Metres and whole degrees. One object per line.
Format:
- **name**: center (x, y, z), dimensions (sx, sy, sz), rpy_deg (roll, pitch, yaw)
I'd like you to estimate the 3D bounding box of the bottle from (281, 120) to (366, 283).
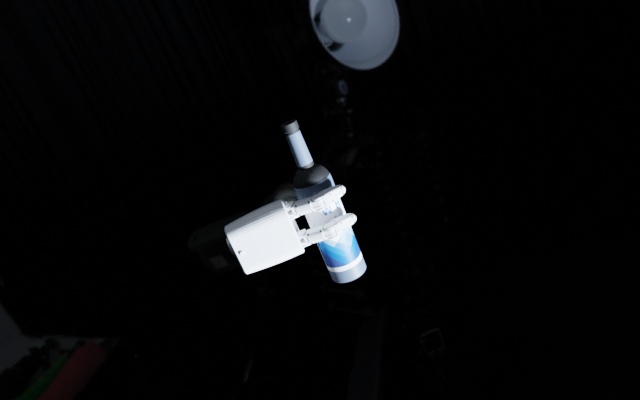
- **bottle**: center (0.000, 0.003, 0.821), dimensions (0.069, 0.296, 0.069), rpy_deg (-19, 20, 7)
